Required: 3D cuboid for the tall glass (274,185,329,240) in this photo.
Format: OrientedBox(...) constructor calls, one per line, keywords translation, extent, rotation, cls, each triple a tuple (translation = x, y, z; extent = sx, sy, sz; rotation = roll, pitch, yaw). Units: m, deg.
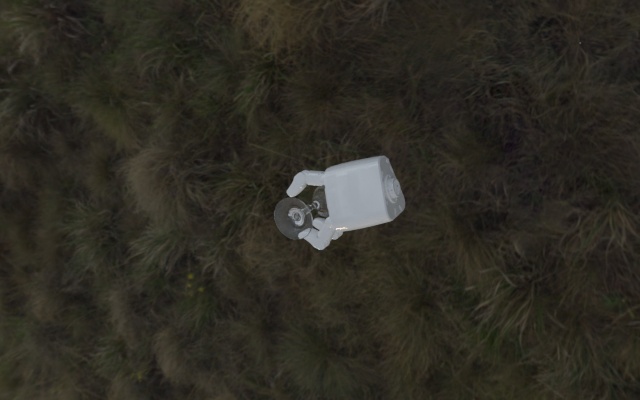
OrientedBox(translation=(0.000, 0.003, 0.880), extent=(0.079, 0.079, 0.201), rotation=(0, 16, 28), cls="tall glass")
